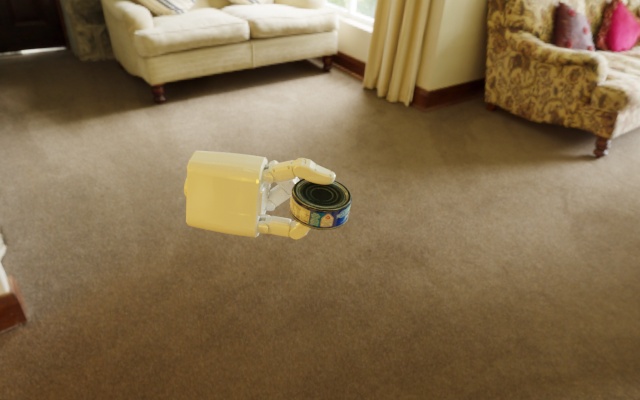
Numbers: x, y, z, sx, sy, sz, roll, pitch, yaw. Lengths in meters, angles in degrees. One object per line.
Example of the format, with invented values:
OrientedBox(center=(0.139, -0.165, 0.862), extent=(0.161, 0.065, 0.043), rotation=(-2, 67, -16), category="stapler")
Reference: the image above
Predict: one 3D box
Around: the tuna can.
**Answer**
OrientedBox(center=(0.000, 0.002, 0.669), extent=(0.086, 0.034, 0.086), rotation=(7, 34, -5), category="tuna can")
